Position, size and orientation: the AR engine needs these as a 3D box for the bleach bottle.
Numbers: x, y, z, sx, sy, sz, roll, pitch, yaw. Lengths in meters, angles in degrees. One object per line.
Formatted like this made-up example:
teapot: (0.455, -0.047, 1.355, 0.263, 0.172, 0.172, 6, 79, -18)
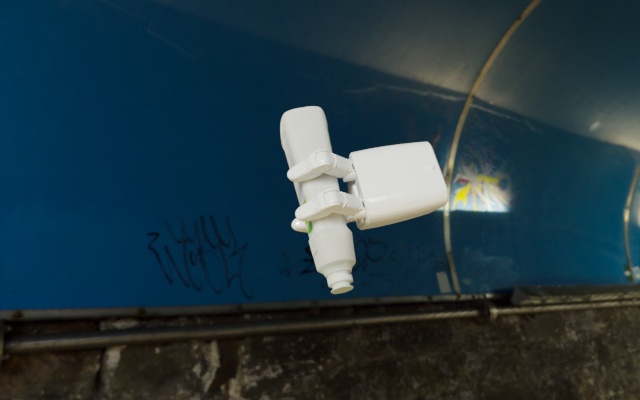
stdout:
bleach bottle: (0.000, 0.002, 0.639, 0.068, 0.250, 0.103, -11, -25, -6)
